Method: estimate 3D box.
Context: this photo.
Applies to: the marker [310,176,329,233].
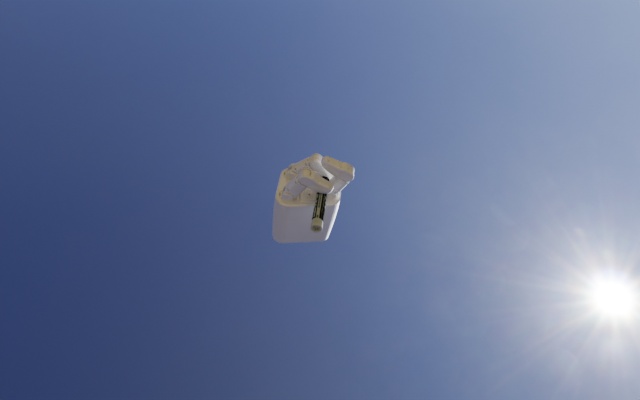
[{"bbox_3d":[0.000,0.003,0.781,0.020,0.020,0.121,0,43,9],"label":"marker"}]
